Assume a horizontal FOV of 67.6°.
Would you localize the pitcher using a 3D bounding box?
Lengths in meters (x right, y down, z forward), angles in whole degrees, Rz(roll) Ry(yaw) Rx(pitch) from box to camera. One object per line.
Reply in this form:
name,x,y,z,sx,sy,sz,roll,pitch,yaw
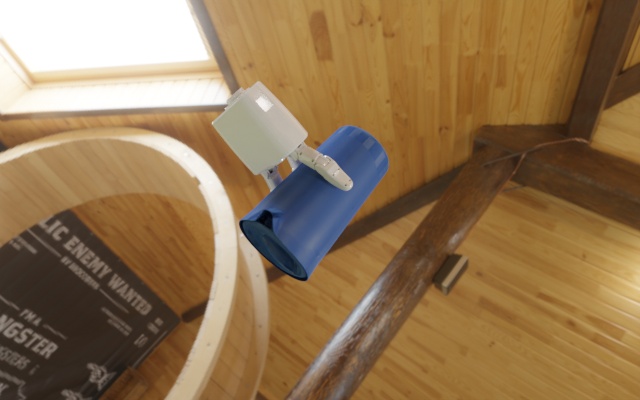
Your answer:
pitcher,0.000,0.002,0.756,0.242,0.145,0.149,-48,15,-23
